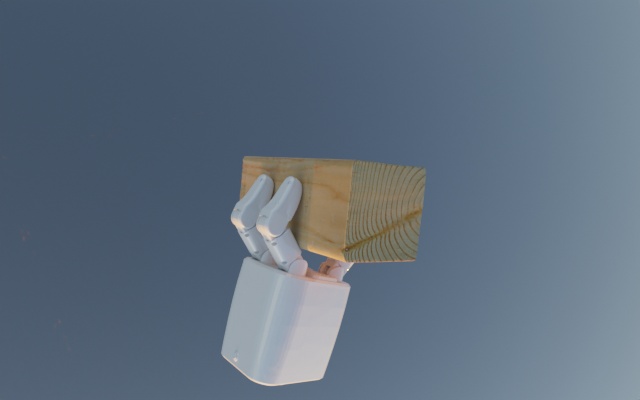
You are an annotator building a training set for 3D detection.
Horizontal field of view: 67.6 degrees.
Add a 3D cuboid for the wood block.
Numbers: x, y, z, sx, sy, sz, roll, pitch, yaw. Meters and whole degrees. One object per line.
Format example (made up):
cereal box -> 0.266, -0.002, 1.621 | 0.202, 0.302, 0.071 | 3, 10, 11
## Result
wood block -> 0.000, 0.002, 0.506 | 0.091, 0.090, 0.206 | 4, 3, -36
